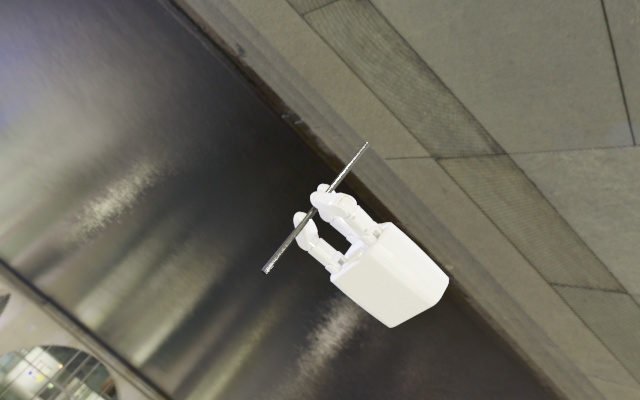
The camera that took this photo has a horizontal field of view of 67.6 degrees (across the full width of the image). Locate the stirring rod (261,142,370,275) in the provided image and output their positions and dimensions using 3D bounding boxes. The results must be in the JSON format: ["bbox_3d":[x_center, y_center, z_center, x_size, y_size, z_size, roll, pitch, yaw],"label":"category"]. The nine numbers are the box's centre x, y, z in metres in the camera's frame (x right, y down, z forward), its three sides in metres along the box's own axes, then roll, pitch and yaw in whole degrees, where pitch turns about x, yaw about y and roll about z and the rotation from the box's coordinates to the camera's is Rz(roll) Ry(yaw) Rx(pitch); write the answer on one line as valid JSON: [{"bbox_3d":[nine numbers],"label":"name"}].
[{"bbox_3d":[0.000,0.002,0.608,0.011,0.011,0.239,0,42,47],"label":"stirring rod"}]
